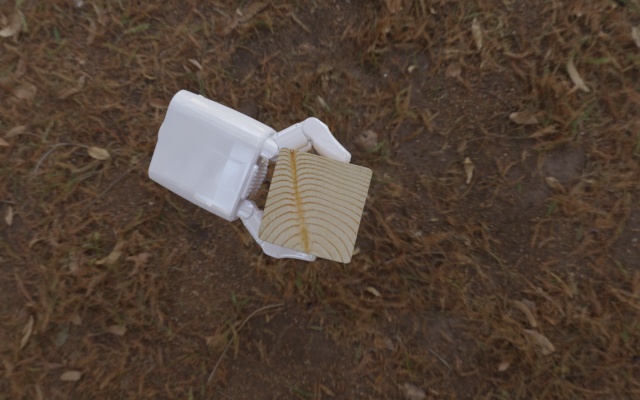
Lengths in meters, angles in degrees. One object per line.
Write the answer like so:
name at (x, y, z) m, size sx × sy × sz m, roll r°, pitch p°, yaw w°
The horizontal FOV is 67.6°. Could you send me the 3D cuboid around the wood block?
wood block at (0.000, 0.002, 0.535) m, size 0.090 × 0.091 × 0.206 m, roll 15°, pitch 2°, yaw 3°
